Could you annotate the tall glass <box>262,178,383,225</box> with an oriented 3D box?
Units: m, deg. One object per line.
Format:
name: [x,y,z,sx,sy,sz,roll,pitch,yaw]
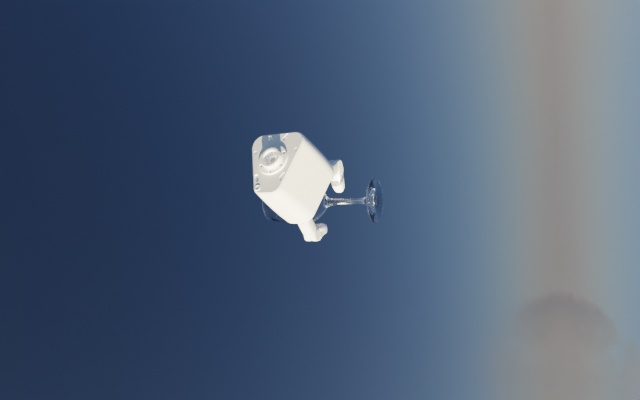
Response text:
tall glass: [0.001,0.003,0.818,0.201,0.079,0.079,-2,-1,27]
